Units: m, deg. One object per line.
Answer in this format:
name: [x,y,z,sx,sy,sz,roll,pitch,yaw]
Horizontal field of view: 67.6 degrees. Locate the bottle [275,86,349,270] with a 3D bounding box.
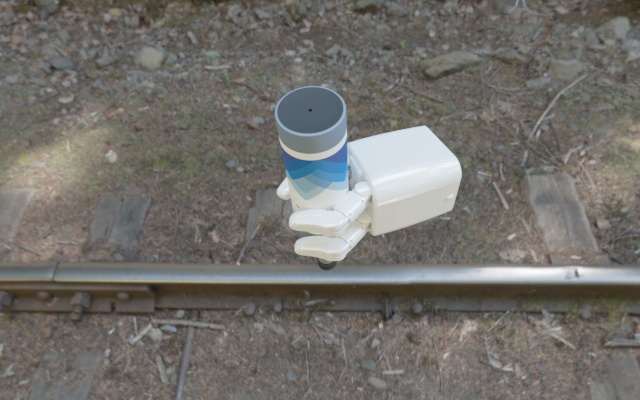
bottle: [0.000,0.002,0.561,0.069,0.069,0.296,0,-36,5]
